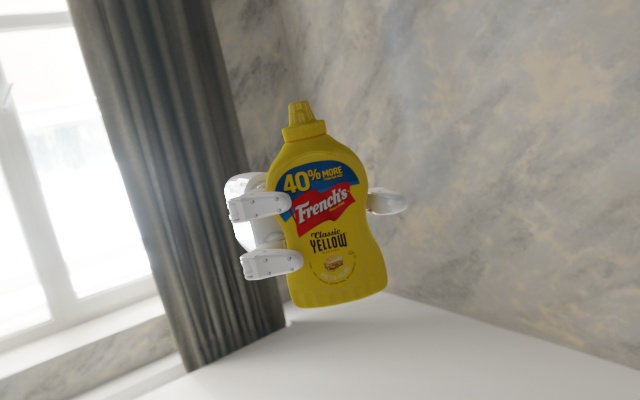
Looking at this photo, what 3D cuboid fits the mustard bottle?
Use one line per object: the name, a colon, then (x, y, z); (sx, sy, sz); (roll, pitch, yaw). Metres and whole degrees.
mustard bottle: (0.000, 0.002, 0.454); (0.096, 0.192, 0.058); (-12, 10, 2)
